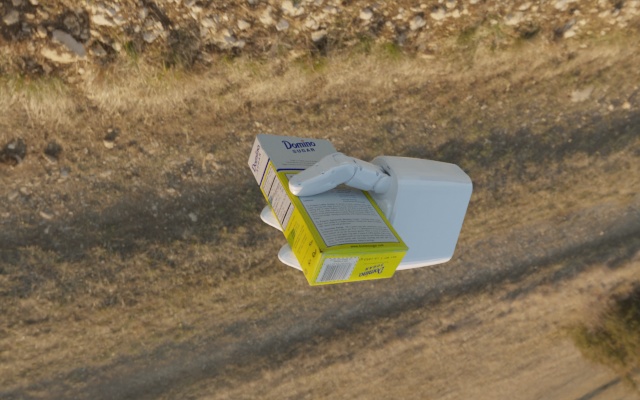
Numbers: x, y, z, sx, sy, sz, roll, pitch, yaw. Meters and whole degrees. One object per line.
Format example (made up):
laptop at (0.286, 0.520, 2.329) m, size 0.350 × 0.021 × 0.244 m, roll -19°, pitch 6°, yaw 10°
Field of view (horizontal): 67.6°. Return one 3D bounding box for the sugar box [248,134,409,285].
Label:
sugar box at (0.000, 0.002, 0.472) m, size 0.093 × 0.048 × 0.176 m, roll 1°, pitch 37°, yaw -31°
